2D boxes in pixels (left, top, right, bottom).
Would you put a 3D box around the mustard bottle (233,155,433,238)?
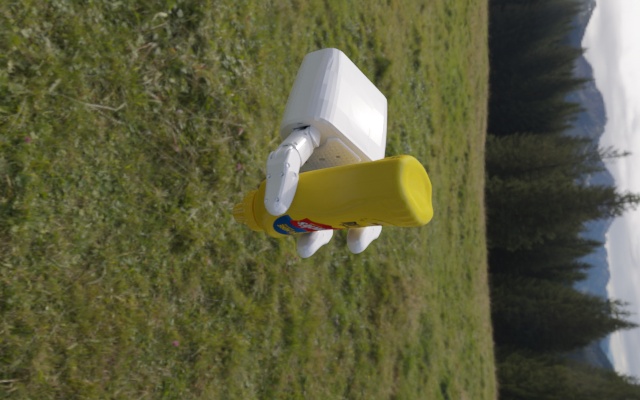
[{"bbox_3d":[0.000,0.002,0.445,0.191,0.058,0.096,-7,-13,26],"label":"mustard bottle"}]
